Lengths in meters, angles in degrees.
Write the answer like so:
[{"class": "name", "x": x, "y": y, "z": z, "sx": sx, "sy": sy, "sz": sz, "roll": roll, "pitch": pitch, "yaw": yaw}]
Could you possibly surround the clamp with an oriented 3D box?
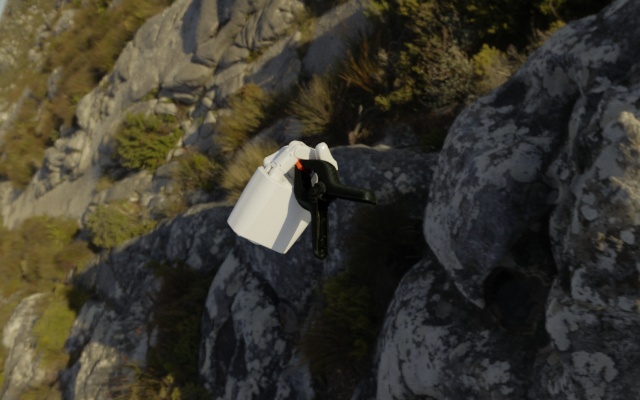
[{"class": "clamp", "x": 0.000, "y": 0.002, "z": 0.695, "sx": 0.039, "sy": 0.120, "sz": 0.171, "roll": 34, "pitch": 8, "yaw": -41}]
